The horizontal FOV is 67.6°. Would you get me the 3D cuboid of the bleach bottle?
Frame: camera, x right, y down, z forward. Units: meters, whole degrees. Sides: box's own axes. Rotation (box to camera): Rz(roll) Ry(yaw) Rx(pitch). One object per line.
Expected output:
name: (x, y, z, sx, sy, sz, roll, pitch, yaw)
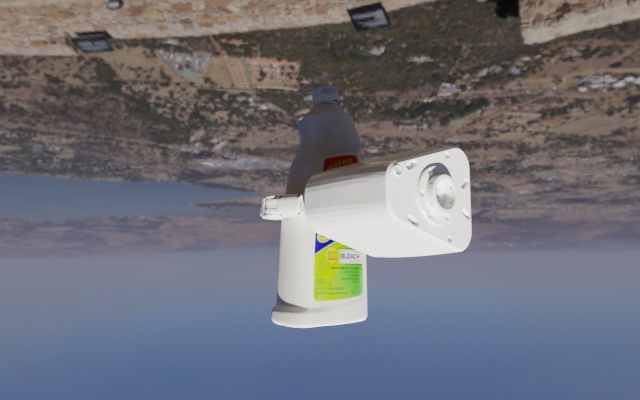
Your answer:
bleach bottle: (0.000, 0.002, 0.511, 0.102, 0.251, 0.068, 5, -8, -38)
